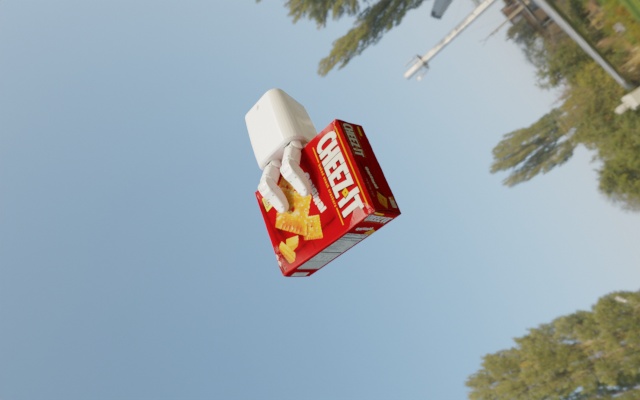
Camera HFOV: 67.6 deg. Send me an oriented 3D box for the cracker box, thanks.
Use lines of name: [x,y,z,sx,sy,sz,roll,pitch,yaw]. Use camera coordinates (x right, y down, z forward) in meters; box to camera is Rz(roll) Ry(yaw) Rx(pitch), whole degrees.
cracker box: [0.000,0.003,0.751,0.072,0.164,0.214,6,-35,-46]
